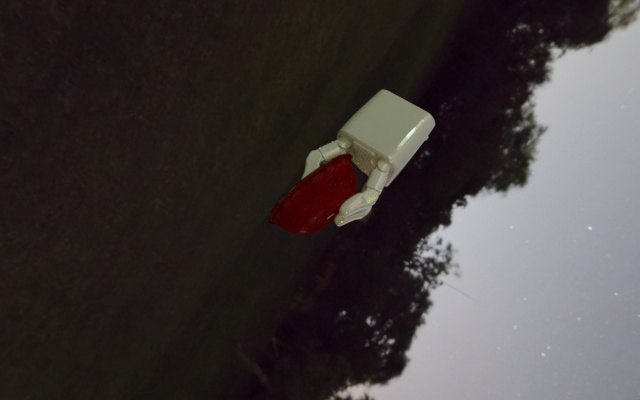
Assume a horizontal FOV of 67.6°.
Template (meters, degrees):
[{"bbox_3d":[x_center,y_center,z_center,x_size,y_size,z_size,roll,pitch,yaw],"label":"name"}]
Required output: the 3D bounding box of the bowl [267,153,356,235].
[{"bbox_3d":[-0.001,0.004,0.716,0.162,0.055,0.162,-38,-10,-8],"label":"bowl"}]
